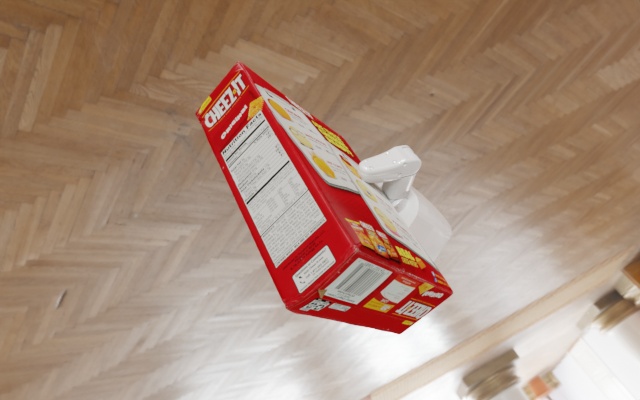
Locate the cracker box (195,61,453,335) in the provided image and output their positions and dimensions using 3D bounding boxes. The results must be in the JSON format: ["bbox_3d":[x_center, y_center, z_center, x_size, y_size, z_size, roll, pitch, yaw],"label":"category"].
[{"bbox_3d":[0.000,0.001,0.406,0.072,0.213,0.164,-43,-37,15],"label":"cracker box"}]
